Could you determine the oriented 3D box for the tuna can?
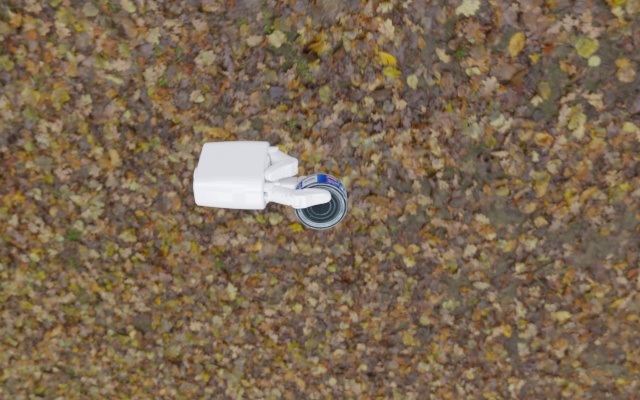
[{"bbox_3d":[0.000,0.003,0.755,0.086,0.086,0.033,0,29,-2],"label":"tuna can"}]
